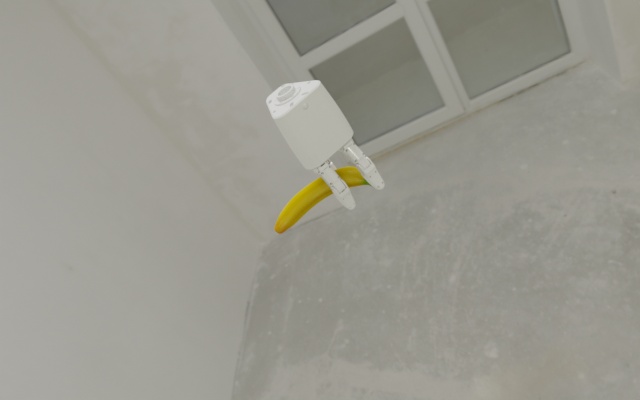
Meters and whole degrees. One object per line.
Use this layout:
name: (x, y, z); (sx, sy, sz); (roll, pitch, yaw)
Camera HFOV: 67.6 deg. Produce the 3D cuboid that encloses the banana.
banana: (0.001, -0.010, 0.834); (0.198, 0.037, 0.069); (-28, 36, 11)
